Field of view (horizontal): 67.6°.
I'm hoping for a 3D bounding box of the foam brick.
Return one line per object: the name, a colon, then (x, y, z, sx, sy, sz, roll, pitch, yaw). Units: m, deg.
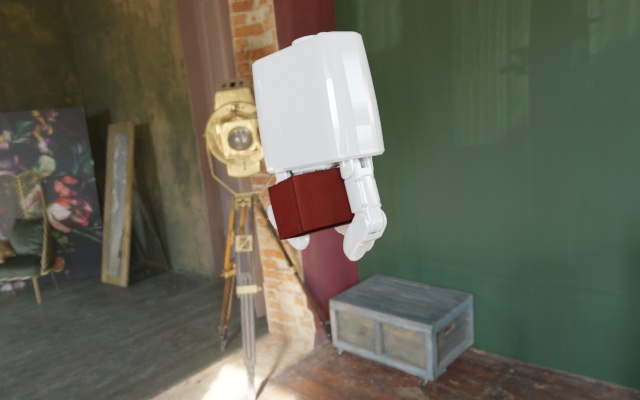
foam brick: (0.000, 0.002, 0.434, 0.078, 0.051, 0.053, -13, -3, -31)
